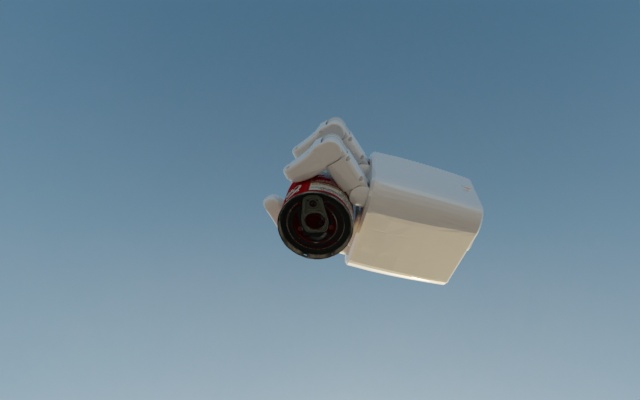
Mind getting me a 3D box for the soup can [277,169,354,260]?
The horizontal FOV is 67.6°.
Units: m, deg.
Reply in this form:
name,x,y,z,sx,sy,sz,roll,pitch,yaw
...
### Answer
name,x,y,z,sx,sy,sz,roll,pitch,yaw
soup can,0.000,0.001,0.466,0.068,0.068,0.102,0,26,6
